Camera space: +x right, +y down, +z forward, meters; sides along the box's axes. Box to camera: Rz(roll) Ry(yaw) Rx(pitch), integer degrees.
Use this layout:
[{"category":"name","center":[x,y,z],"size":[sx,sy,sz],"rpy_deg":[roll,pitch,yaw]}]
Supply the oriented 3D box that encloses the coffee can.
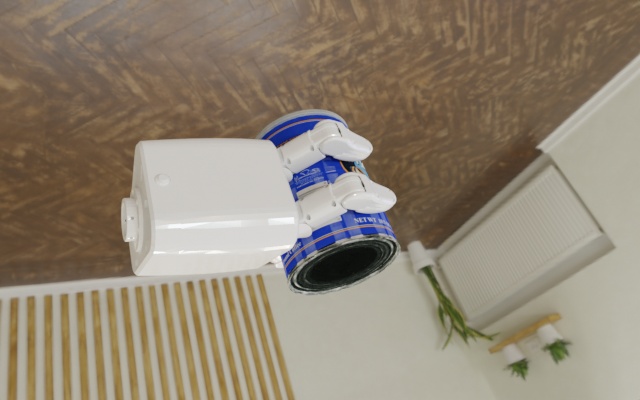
[{"category":"coffee can","center":[0.000,0.001,0.443],"size":[0.103,0.140,0.103],"rpy_deg":[-15,-30,-9]}]
